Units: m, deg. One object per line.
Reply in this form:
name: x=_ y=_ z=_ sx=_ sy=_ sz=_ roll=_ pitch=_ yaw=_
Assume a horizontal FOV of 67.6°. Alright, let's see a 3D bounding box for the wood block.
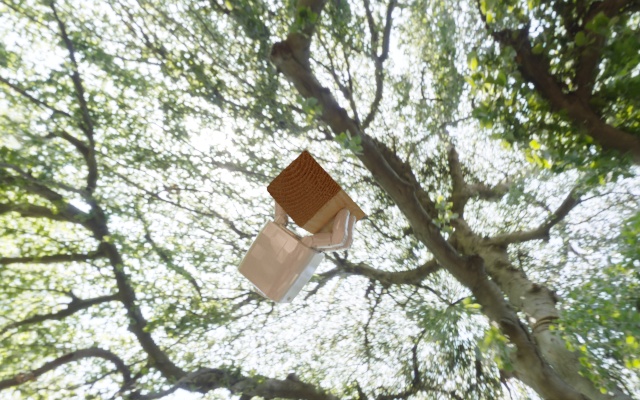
wood block: x=0.000 y=0.003 z=0.818 sx=0.090 sy=0.090 sz=0.206 roll=-44 pitch=-19 yaw=3
